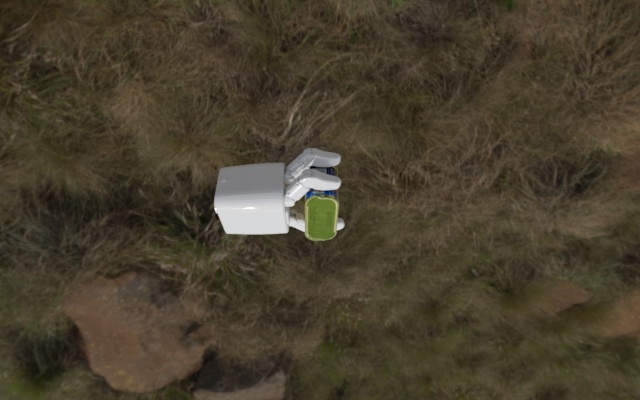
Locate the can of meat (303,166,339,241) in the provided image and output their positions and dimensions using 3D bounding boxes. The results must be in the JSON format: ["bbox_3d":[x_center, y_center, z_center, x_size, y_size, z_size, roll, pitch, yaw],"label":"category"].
[{"bbox_3d":[0.000,0.003,0.775,0.057,0.102,0.083,0,42,-2],"label":"can of meat"}]
